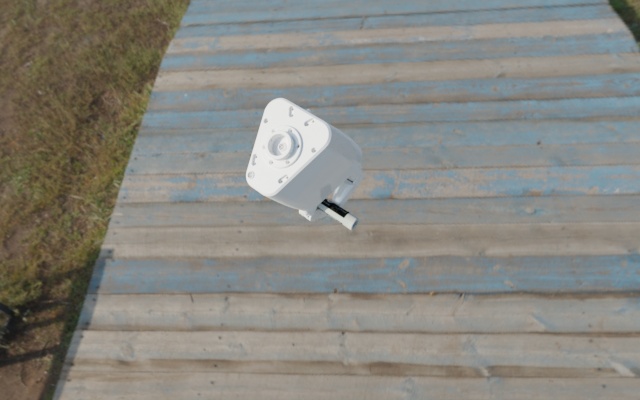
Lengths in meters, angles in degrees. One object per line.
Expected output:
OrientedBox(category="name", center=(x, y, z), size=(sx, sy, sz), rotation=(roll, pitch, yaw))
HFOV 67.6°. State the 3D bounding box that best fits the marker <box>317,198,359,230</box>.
OrientedBox(category="marker", center=(0.000, 0.002, 0.662), size=(0.121, 0.020, 0.020), rotation=(33, 14, 23))
